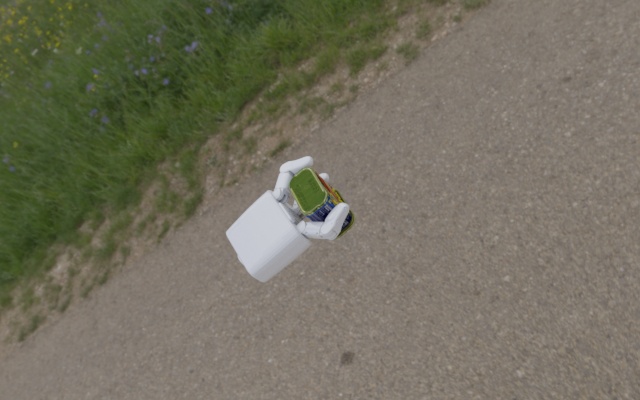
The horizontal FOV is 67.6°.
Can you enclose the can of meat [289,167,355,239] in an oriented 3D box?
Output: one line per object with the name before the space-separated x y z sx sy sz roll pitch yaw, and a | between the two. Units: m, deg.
can of meat | 0.000 0.002 0.785 0.084 0.057 0.102 41 12 -43
